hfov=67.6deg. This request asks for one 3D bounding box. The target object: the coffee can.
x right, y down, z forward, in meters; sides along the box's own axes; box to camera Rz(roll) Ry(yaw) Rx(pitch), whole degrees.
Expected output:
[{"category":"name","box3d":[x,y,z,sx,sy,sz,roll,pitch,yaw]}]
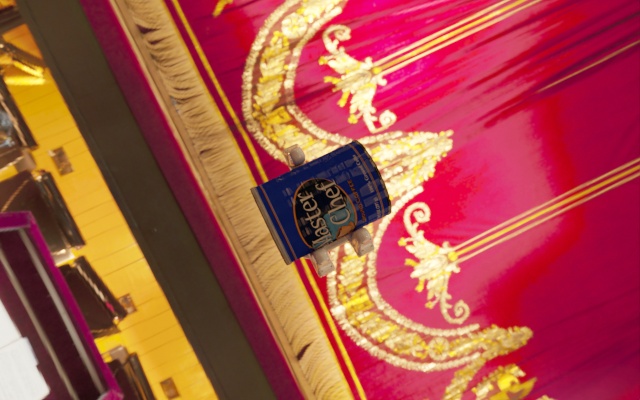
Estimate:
[{"category":"coffee can","box3d":[0.000,0.002,0.577,0.140,0.103,0.103,-26,3,-6]}]
